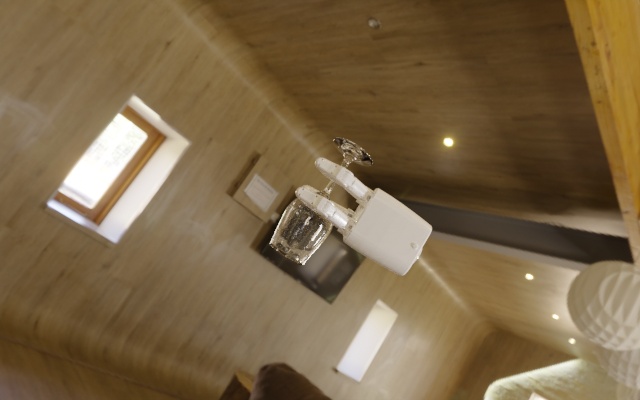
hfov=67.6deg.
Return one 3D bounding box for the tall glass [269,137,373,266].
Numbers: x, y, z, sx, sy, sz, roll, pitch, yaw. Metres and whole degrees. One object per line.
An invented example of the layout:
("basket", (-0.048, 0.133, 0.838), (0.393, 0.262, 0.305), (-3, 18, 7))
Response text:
("tall glass", (0.000, 0.002, 0.752), (0.079, 0.201, 0.079), (32, -12, 8))
